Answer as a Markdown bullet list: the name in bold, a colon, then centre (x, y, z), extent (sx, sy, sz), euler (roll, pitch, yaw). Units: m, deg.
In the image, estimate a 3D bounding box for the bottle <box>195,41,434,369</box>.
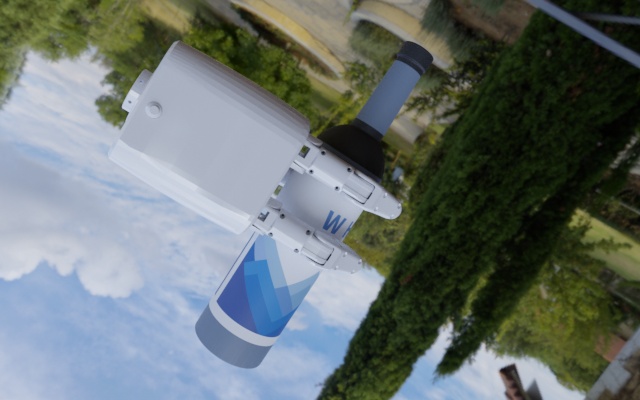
- **bottle**: centre (0.000, 0.002, 0.400), extent (0.069, 0.296, 0.069), euler (33, 6, -4)
